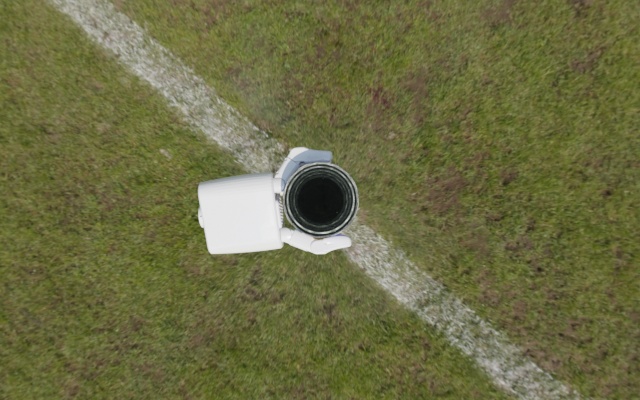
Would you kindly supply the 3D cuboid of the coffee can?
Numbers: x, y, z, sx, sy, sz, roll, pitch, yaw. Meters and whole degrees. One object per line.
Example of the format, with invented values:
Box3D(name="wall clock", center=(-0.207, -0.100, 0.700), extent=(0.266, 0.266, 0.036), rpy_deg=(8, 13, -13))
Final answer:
Box3D(name="coffee can", center=(0.000, 0.002, 0.704), extent=(0.103, 0.103, 0.140), rpy_deg=(0, -3, 0))
